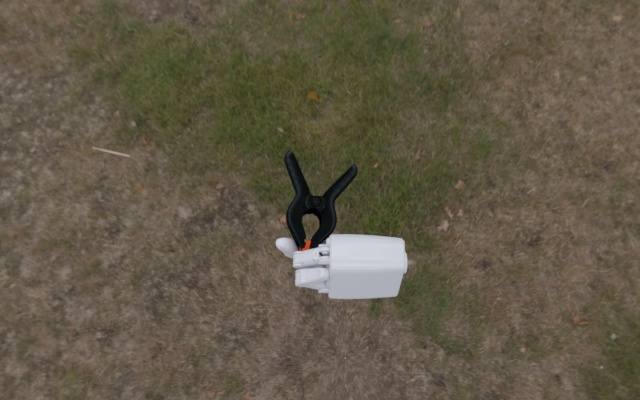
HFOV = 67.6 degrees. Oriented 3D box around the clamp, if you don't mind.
[{"bbox_3d":[0.000,0.002,0.753,0.120,0.171,0.039,2,-18,-2],"label":"clamp"}]
